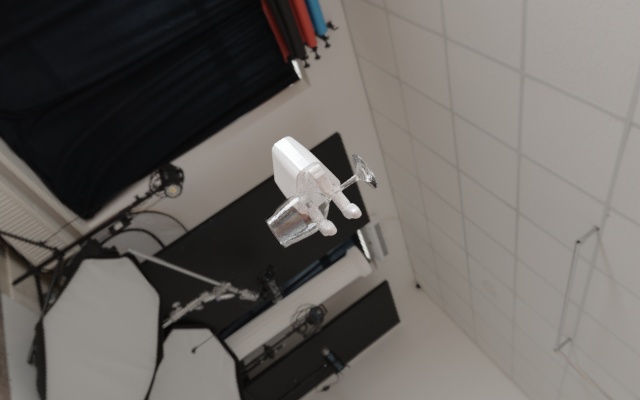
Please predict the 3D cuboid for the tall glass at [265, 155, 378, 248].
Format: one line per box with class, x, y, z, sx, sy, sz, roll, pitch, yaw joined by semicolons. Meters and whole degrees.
tall glass;0.001;0.002;0.854;0.201;0.079;0.079;-35;7;-10
